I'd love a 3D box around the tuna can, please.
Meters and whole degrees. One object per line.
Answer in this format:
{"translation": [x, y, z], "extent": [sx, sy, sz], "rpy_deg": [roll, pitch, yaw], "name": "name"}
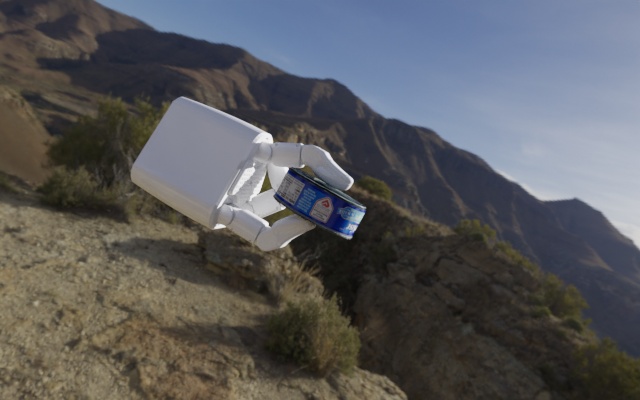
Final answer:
{"translation": [0.000, 0.001, 0.458], "extent": [0.086, 0.034, 0.086], "rpy_deg": [28, 5, -3], "name": "tuna can"}
